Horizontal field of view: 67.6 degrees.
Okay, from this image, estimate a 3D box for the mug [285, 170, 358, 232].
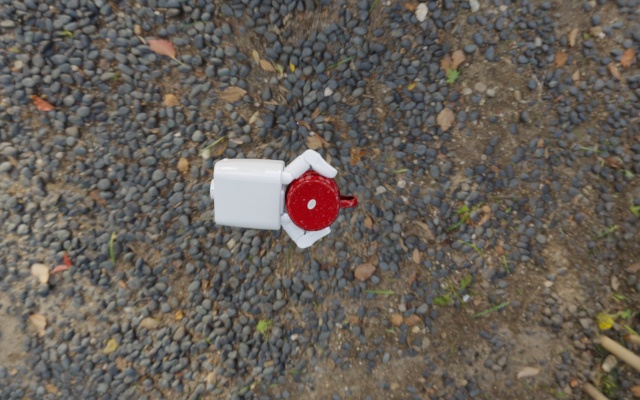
[{"bbox_3d":[0.002,0.003,0.753,0.117,0.093,0.081,3,9,-2],"label":"mug"}]
